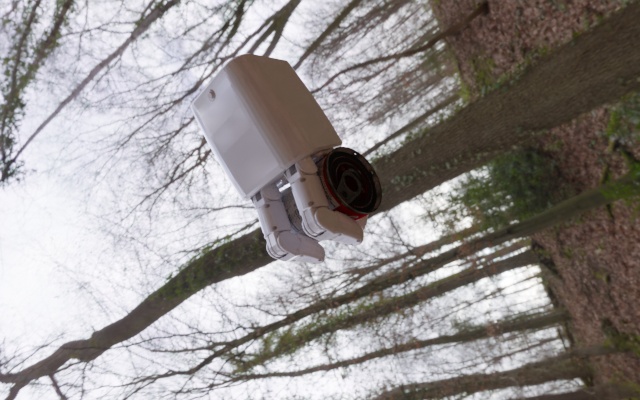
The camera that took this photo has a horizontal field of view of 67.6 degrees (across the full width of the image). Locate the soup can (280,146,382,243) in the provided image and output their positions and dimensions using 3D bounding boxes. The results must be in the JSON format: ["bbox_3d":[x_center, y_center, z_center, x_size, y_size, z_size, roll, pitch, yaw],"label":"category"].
[{"bbox_3d":[0.000,0.002,0.467,0.068,0.068,0.102,0,-25,-44],"label":"soup can"}]
